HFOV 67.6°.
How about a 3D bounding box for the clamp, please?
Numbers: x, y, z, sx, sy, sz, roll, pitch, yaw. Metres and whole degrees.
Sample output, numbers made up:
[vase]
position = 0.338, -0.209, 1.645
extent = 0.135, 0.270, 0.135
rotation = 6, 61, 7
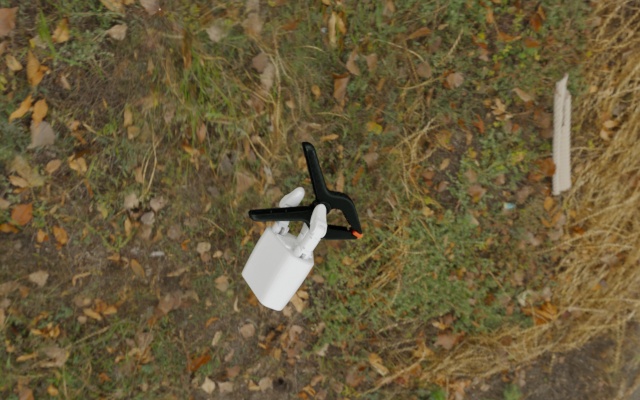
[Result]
[clamp]
position = 0.001, 0.004, 0.847
extent = 0.210, 0.164, 0.036
rotation = 27, 14, -26
